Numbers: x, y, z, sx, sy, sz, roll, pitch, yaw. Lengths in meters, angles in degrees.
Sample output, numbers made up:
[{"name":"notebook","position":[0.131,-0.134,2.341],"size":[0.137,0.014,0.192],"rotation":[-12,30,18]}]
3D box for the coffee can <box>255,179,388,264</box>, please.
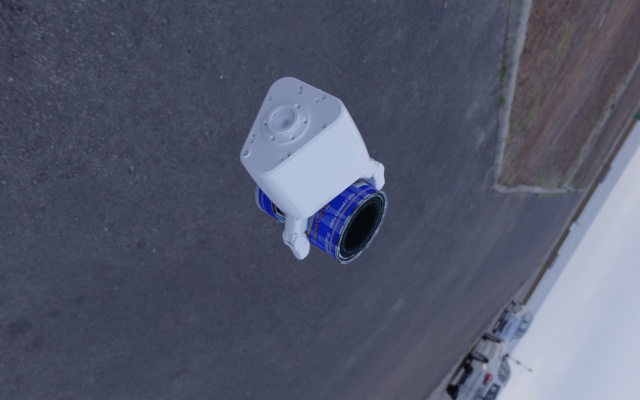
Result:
[{"name":"coffee can","position":[0.000,0.002,0.618],"size":[0.140,0.103,0.103],"rotation":[32,16,28]}]
